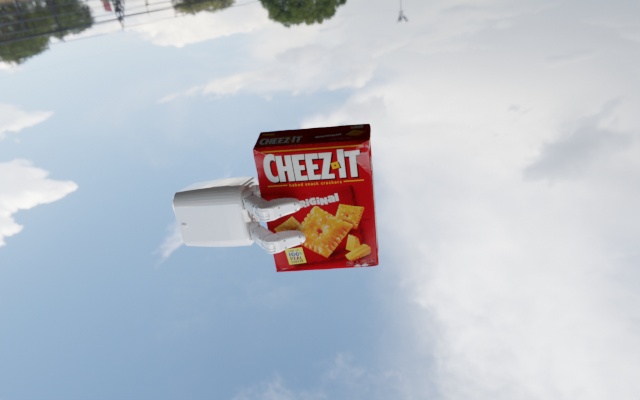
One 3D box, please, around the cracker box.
[{"bbox_3d":[0.000,0.002,0.714,0.164,0.214,0.072,-4,29,7],"label":"cracker box"}]
